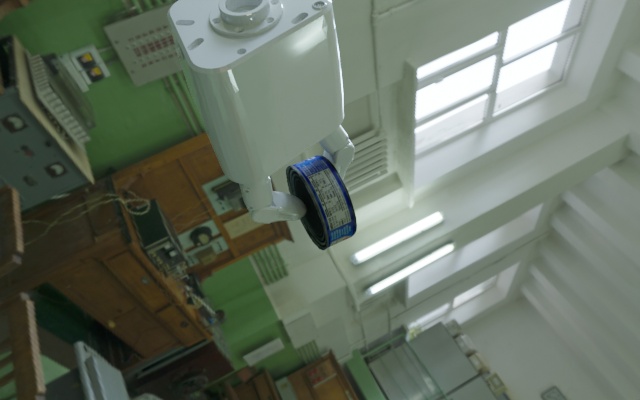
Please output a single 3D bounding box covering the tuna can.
[{"bbox_3d":[0.001,0.001,0.451,0.034,0.086,0.086,-23,6,-14],"label":"tuna can"}]
